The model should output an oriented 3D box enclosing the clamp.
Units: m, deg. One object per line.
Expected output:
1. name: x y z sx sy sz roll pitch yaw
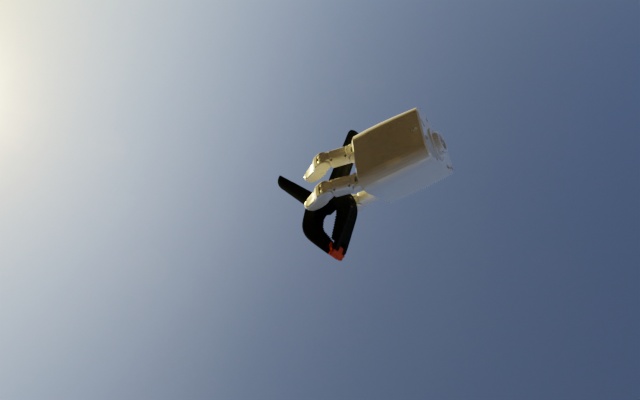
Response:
1. clamp: 0.001 0.003 0.741 0.164 0.209 0.036 -26 -41 28
